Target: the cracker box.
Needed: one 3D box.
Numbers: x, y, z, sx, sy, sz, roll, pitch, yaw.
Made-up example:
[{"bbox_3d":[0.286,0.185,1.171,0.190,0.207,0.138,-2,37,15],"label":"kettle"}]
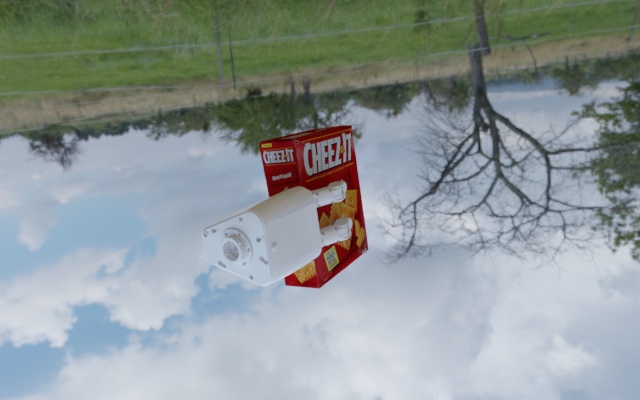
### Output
[{"bbox_3d":[0.000,0.003,0.724,0.072,0.214,0.164,-1,14,33],"label":"cracker box"}]
